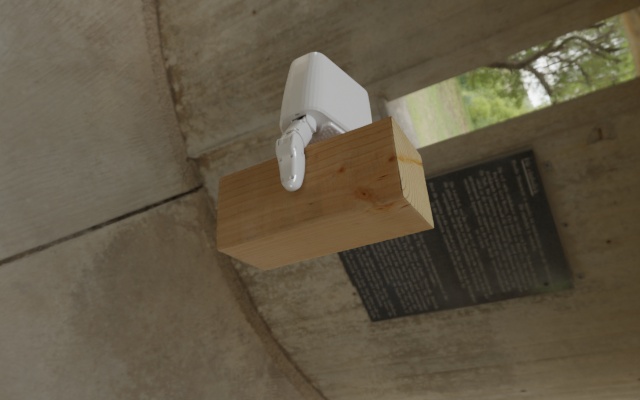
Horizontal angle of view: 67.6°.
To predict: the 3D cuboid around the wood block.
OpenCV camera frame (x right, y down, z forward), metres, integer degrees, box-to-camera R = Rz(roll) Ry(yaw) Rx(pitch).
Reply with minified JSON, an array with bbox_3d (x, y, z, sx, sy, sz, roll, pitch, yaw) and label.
[{"bbox_3d":[0.000,0.001,0.504,0.206,0.090,0.091,-17,-30,24],"label":"wood block"}]
